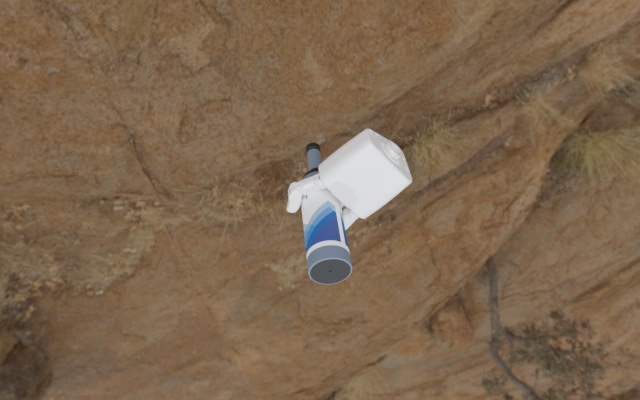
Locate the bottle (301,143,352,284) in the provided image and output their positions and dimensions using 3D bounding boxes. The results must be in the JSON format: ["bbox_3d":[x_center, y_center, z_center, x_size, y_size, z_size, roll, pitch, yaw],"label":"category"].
[{"bbox_3d":[0.000,0.003,0.816,0.069,0.295,0.069,-4,-45,-4],"label":"bottle"}]
